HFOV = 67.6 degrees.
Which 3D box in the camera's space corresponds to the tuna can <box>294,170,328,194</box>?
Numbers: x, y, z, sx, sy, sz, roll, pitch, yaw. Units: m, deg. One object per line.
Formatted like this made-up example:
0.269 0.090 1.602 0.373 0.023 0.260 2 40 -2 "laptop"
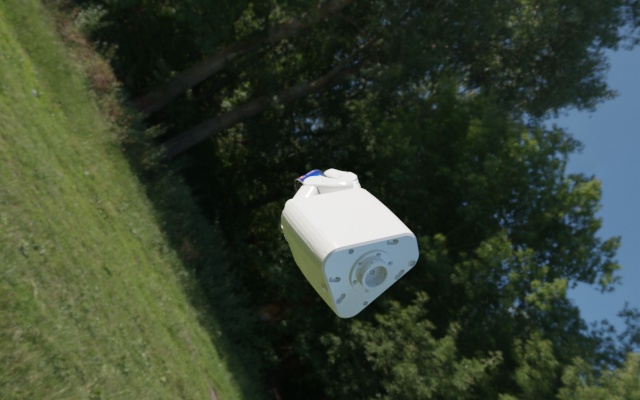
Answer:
0.001 0.002 0.642 0.034 0.086 0.086 -29 8 -14 "tuna can"
